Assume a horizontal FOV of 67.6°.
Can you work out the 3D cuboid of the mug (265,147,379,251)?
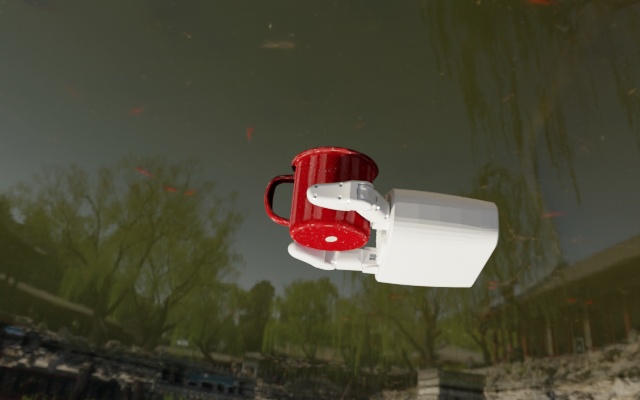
[{"bbox_3d":[-0.001,0.002,0.494,0.117,0.081,0.093,5,-24,2],"label":"mug"}]
